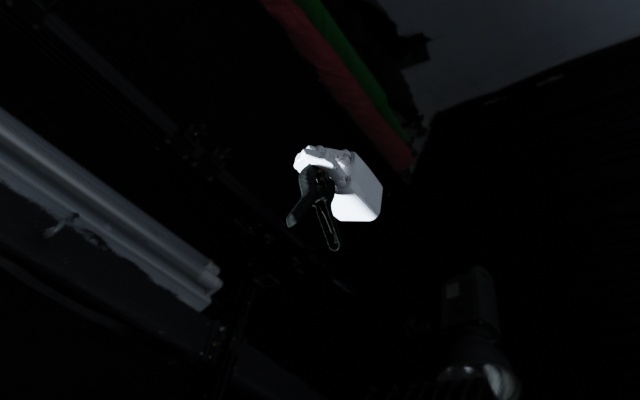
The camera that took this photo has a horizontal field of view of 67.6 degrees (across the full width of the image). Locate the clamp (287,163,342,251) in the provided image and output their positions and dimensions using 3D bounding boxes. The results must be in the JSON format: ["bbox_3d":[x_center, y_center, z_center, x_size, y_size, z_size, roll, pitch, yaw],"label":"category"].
[{"bbox_3d":[0.000,0.003,0.829,0.039,0.171,0.120,-18,-46,34],"label":"clamp"}]
